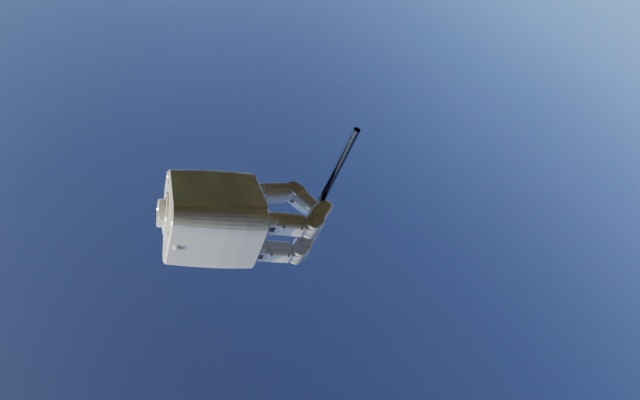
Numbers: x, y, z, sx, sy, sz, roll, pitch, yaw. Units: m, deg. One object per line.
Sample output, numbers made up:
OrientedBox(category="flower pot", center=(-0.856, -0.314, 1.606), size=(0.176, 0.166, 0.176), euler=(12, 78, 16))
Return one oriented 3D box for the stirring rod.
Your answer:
OrientedBox(category="stirring rod", center=(0.000, 0.002, 0.598), size=(0.011, 0.011, 0.240), euler=(0, -41, -26))
